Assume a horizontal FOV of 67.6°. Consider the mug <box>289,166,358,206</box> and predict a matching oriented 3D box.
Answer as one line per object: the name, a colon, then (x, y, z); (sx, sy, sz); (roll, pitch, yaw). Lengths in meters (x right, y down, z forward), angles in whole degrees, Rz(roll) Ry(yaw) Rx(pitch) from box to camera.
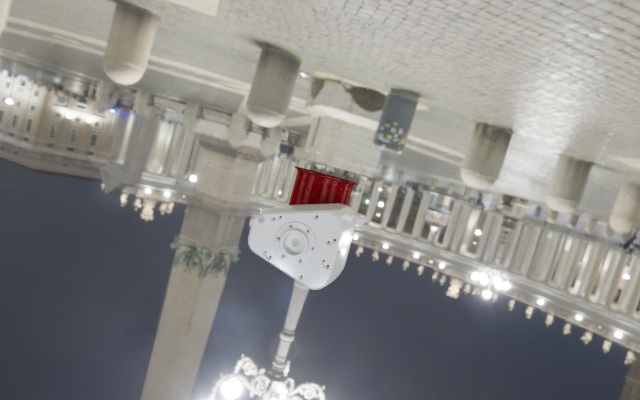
mug: (0.000, 0.002, 0.694); (0.093, 0.081, 0.117); (16, 4, 11)
